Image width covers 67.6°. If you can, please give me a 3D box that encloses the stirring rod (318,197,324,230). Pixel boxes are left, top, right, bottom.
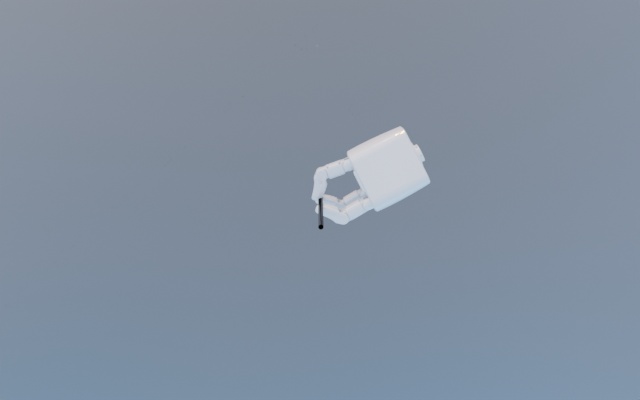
[{"bbox_3d":[0.000,0.003,0.830,0.011,0.011,0.239,0,18,0],"label":"stirring rod"}]
